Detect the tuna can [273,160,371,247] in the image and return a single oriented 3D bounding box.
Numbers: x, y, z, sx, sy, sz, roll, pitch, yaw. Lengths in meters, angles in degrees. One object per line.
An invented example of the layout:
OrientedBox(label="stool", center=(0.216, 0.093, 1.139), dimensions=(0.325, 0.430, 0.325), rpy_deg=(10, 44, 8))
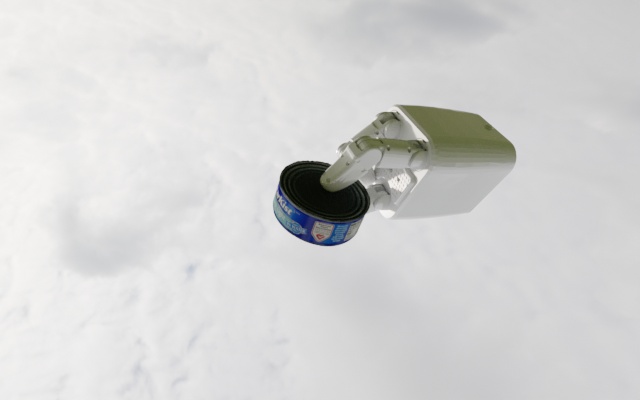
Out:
OrientedBox(label="tuna can", center=(0.000, 0.002, 0.439), dimensions=(0.086, 0.034, 0.086), rpy_deg=(14, 37, -10))
